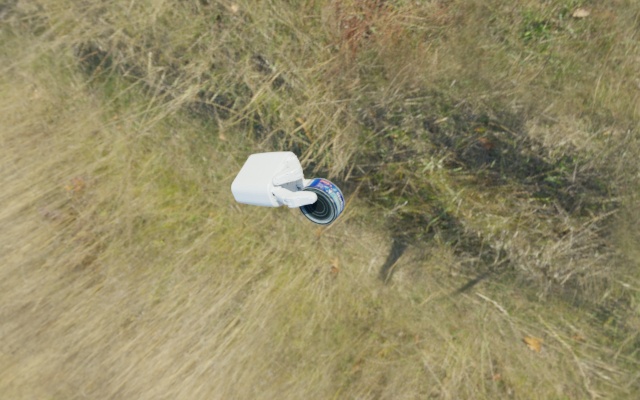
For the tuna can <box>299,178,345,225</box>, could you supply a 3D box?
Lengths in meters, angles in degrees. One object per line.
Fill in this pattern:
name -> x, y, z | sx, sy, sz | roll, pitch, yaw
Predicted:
tuna can -> 0.000, 0.003, 0.893 | 0.086, 0.086, 0.033 | 0, 31, 34
